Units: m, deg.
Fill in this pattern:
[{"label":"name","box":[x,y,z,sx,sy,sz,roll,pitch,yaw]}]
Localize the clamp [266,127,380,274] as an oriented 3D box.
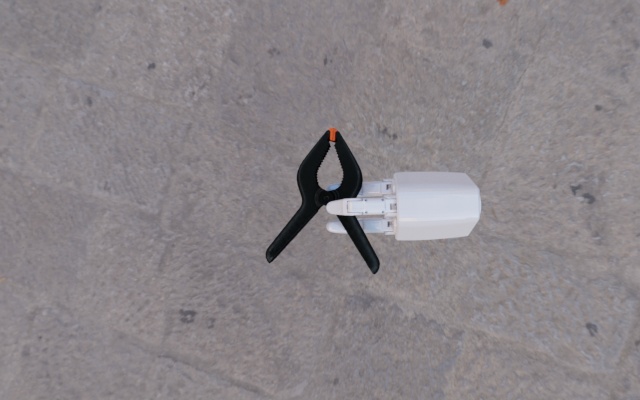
[{"label":"clamp","box":[0.000,0.002,0.687,0.164,0.210,0.036,-2,-1,5]}]
